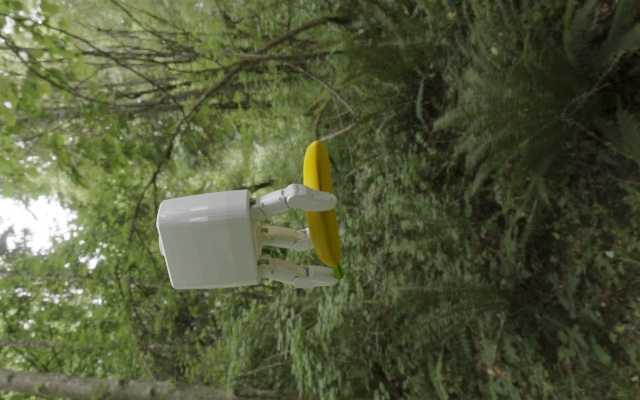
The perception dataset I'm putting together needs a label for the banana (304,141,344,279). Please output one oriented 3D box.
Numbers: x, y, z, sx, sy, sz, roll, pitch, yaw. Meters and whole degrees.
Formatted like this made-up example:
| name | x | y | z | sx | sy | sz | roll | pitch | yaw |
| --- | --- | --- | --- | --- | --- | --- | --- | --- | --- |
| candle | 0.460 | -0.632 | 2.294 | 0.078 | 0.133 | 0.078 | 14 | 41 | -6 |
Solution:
| name | x | y | z | sx | sy | sz | roll | pitch | yaw |
| --- | --- | --- | --- | --- | --- | --- | --- | --- | --- |
| banana | -0.001 | -0.002 | 0.609 | 0.037 | 0.197 | 0.070 | -7 | -23 | 1 |
